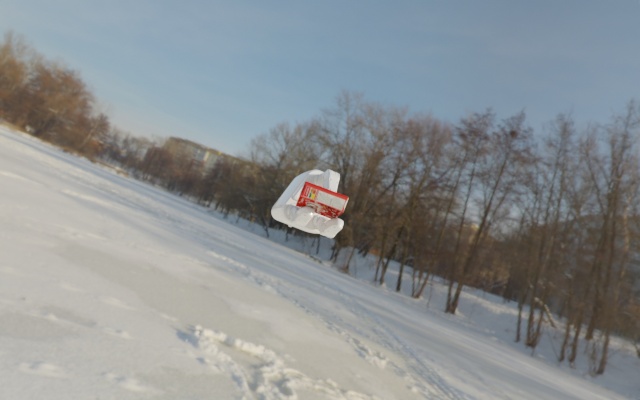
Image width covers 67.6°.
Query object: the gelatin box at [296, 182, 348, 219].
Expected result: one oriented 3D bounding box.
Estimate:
[{"bbox_3d":[0.000,0.002,0.782,0.073,0.030,0.089,21,-13,-4],"label":"gelatin box"}]
